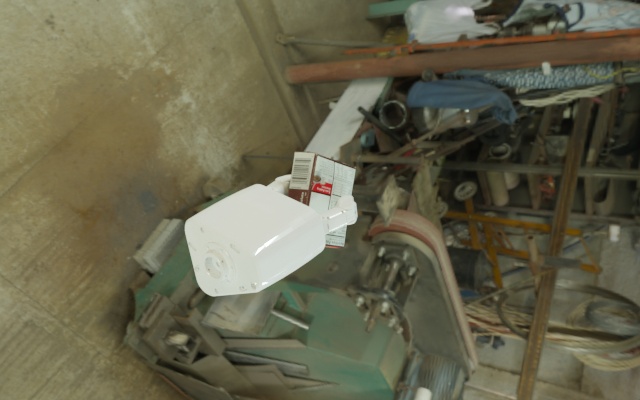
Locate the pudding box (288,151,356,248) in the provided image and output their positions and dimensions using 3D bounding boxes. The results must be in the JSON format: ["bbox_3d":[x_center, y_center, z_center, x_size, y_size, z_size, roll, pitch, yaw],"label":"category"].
[{"bbox_3d":[0.000,0.002,0.607,0.039,0.113,0.090,8,-4,38],"label":"pudding box"}]
